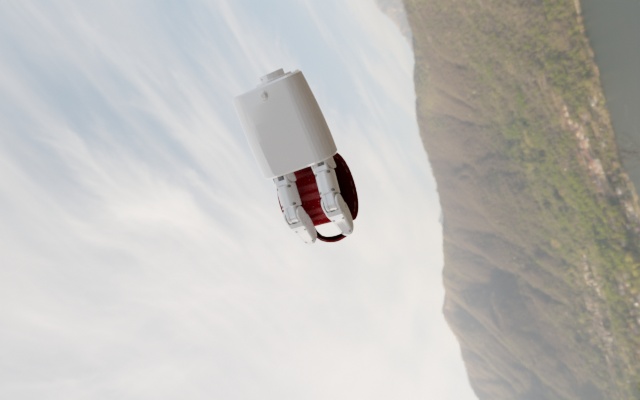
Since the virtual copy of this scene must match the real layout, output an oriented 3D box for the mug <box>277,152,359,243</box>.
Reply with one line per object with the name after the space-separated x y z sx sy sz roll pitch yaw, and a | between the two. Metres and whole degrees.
0.000 0.003 0.637 0.081 0.117 0.093 -16 15 22 | mug
